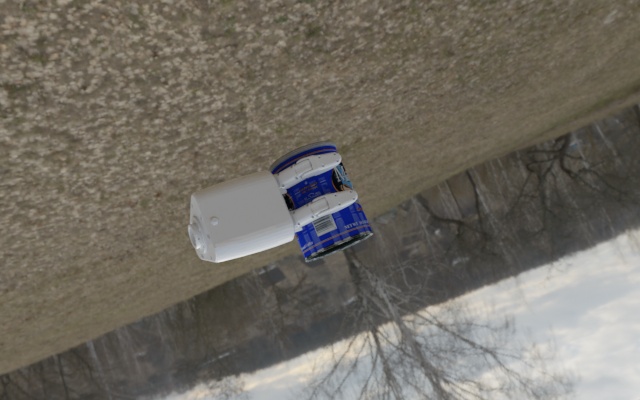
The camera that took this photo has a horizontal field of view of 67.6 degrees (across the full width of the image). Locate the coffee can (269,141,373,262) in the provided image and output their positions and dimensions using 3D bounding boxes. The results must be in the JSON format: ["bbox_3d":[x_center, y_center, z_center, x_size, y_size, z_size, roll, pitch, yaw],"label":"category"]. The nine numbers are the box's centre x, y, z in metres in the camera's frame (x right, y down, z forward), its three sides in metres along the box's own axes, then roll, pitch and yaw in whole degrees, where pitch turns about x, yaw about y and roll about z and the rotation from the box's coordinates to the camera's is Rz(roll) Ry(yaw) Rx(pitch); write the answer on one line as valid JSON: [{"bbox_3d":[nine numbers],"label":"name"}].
[{"bbox_3d":[0.000,0.002,0.672,0.103,0.140,0.103,-22,-11,-5],"label":"coffee can"}]
